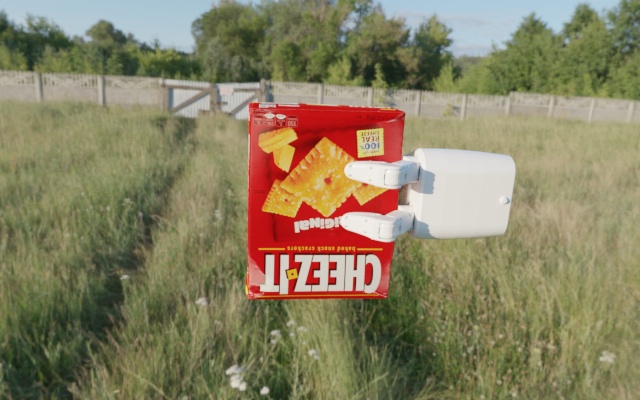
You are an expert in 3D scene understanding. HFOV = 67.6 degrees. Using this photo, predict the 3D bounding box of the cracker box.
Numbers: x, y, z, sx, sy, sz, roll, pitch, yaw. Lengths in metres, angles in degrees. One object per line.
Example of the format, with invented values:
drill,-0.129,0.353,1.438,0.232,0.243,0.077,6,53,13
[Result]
cracker box,0.000,0.002,0.534,0.164,0.214,0.072,1,14,-7
